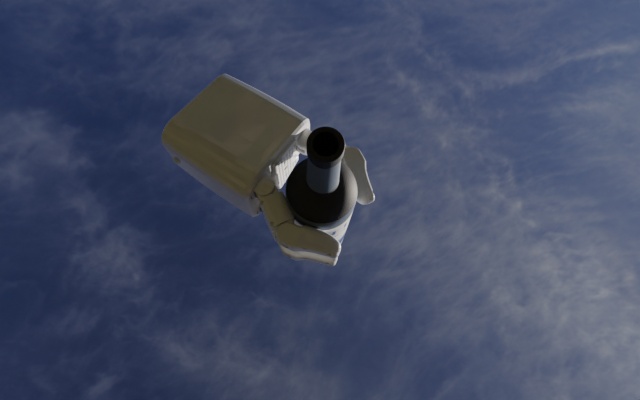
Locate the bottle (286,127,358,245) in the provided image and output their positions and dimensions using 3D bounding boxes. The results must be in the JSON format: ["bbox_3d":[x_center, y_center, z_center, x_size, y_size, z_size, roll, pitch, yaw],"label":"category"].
[{"bbox_3d":[0.000,0.002,0.475,0.069,0.069,0.296,0,-16,-1],"label":"bottle"}]
